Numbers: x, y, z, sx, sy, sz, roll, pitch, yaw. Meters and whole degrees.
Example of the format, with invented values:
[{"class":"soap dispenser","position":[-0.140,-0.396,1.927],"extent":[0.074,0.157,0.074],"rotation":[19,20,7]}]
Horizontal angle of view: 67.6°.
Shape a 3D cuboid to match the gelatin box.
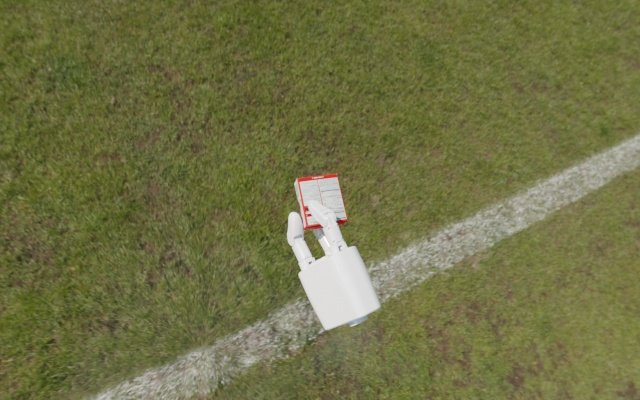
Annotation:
[{"class":"gelatin box","position":[0.000,0.002,0.816],"extent":[0.073,0.089,0.030],"rotation":[-8,-14,-16]}]
